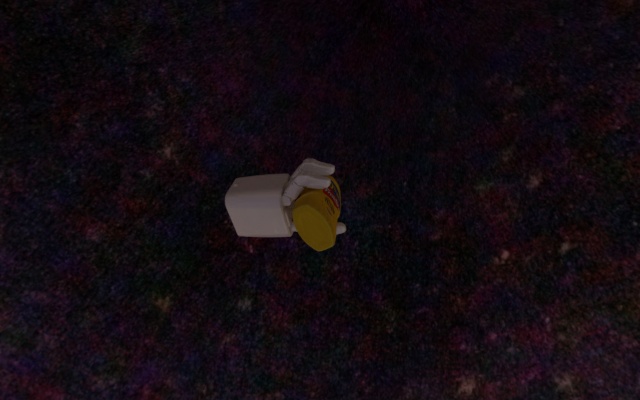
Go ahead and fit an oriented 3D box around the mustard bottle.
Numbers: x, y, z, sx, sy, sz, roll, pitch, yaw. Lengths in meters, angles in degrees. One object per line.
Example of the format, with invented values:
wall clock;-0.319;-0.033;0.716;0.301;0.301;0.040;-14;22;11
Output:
mustard bottle;0.000;0.003;0.876;0.058;0.096;0.191;-25;22;20
